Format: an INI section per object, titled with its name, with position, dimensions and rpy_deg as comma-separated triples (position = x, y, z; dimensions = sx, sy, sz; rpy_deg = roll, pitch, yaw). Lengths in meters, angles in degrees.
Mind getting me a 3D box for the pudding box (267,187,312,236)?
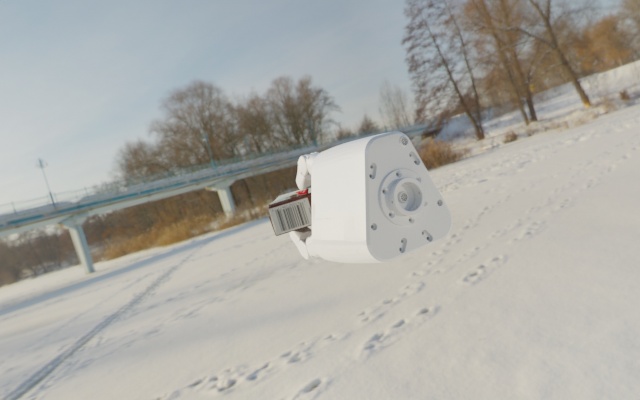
[pudding box]
position = 0.000, 0.002, 0.558
dimensions = 0.113, 0.039, 0.090
rpy_deg = -15, 6, 3
